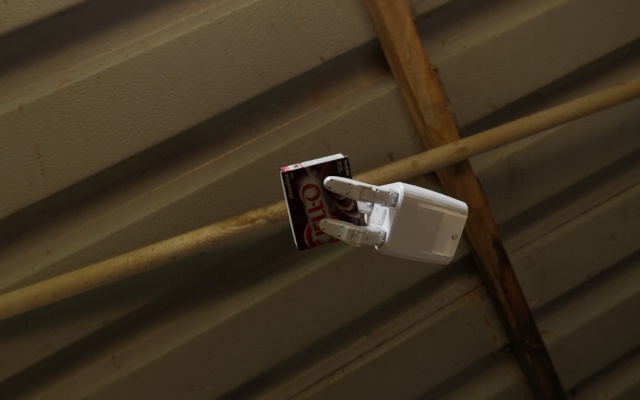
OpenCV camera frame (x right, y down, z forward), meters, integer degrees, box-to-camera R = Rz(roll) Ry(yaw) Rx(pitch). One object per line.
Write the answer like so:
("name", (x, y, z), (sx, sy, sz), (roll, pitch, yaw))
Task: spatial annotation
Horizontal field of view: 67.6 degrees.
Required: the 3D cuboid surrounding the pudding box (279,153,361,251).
("pudding box", (0.000, 0.002, 0.631), (0.090, 0.113, 0.039), (-15, 15, -9))
